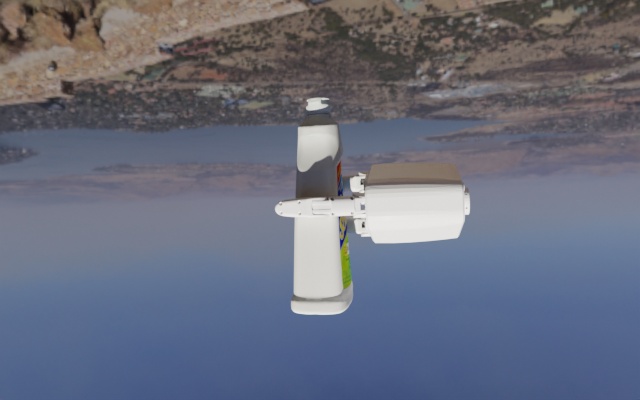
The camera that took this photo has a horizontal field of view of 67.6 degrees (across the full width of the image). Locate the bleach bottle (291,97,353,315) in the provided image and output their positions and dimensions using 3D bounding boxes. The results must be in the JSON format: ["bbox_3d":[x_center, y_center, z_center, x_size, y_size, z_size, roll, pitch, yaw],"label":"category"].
[{"bbox_3d":[0.000,0.002,0.579,0.068,0.251,0.102,-2,1,12],"label":"bleach bottle"}]
